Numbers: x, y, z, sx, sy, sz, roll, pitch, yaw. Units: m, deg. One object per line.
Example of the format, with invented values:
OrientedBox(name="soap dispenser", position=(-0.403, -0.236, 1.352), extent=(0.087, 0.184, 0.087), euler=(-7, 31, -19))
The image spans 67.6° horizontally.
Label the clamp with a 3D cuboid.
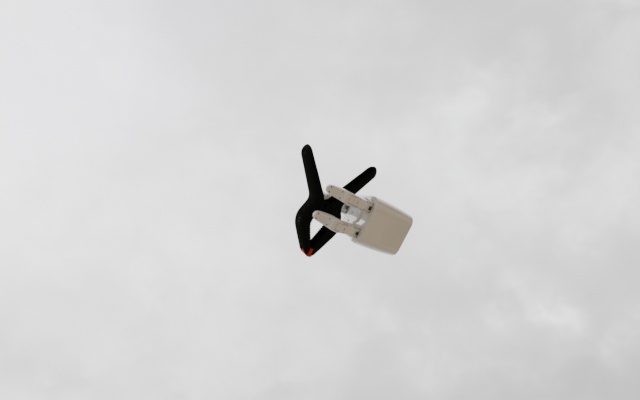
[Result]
OrientedBox(name="clamp", position=(0.000, 0.003, 0.900), extent=(0.164, 0.210, 0.036), euler=(23, 7, -30))
